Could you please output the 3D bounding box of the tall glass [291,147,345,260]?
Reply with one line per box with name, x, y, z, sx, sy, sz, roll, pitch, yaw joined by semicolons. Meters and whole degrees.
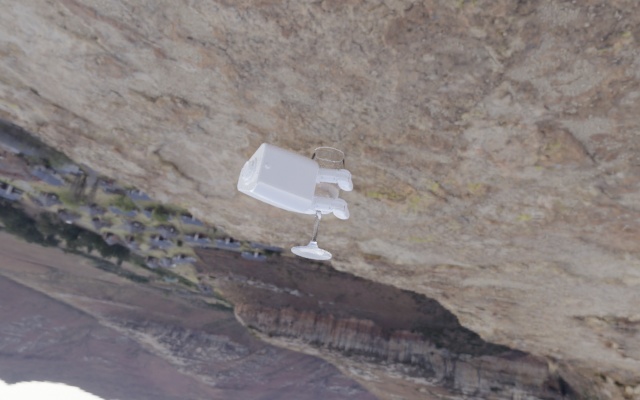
tall glass;0.000;0.004;0.888;0.079;0.201;0.079;9;-20;3
